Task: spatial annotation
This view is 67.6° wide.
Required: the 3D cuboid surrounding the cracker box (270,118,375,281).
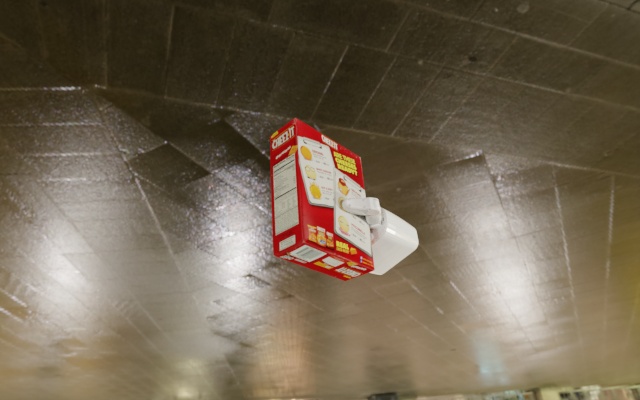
[{"bbox_3d":[0.000,0.003,0.749,0.072,0.213,0.164,-27,-36,34],"label":"cracker box"}]
